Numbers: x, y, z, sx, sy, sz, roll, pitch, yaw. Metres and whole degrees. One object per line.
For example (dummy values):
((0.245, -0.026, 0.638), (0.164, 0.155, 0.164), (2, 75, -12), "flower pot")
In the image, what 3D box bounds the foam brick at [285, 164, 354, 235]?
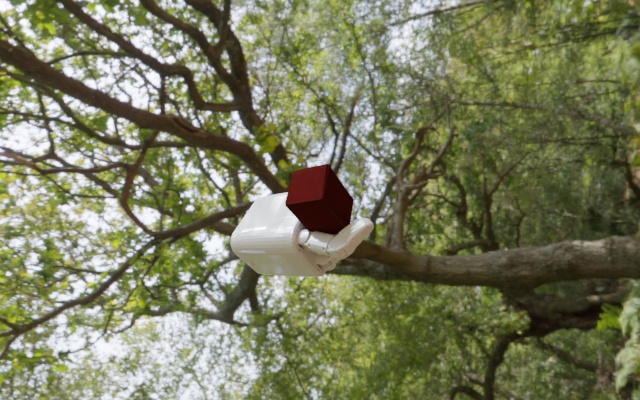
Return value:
((0.000, 0.002, 0.583), (0.051, 0.053, 0.078), (-8, -38, 27), "foam brick")
